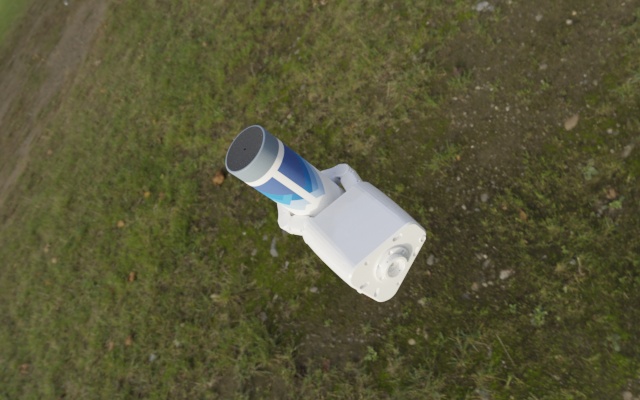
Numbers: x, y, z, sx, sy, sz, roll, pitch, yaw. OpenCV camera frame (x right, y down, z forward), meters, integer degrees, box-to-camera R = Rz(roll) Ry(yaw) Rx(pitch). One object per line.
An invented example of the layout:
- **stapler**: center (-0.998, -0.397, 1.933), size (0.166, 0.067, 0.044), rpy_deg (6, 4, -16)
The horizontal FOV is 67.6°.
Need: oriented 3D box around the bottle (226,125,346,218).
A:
- **bottle**: center (0.000, 0.002, 0.664), size (0.069, 0.069, 0.296), rpy_deg (0, -26, 43)
